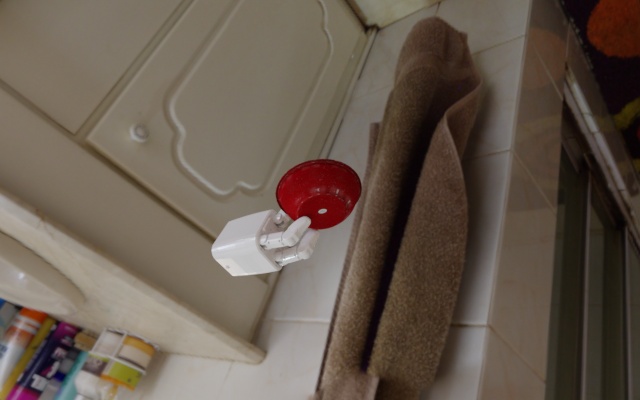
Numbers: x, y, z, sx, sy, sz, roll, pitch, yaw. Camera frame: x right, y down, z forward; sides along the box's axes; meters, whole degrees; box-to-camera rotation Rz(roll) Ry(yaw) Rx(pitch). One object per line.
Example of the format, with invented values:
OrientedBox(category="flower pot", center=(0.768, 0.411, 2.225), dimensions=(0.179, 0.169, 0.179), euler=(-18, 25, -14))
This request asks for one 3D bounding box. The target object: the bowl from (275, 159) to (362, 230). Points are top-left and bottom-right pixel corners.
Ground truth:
OrientedBox(category="bowl", center=(0.001, 0.002, 0.869), dimensions=(0.162, 0.162, 0.055), euler=(0, 44, -9))
